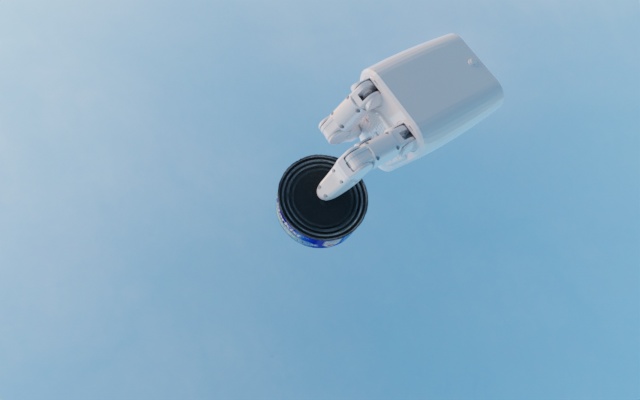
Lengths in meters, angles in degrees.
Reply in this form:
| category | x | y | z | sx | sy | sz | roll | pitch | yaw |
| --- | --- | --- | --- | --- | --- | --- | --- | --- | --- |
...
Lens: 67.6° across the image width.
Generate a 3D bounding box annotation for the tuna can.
| category | x | y | z | sx | sy | sz | roll | pitch | yaw |
| --- | --- | --- | --- | --- | --- | --- | --- | --- | --- |
| tuna can | 0.000 | 0.002 | 0.457 | 0.086 | 0.086 | 0.034 | 0 | -21 | -11 |
